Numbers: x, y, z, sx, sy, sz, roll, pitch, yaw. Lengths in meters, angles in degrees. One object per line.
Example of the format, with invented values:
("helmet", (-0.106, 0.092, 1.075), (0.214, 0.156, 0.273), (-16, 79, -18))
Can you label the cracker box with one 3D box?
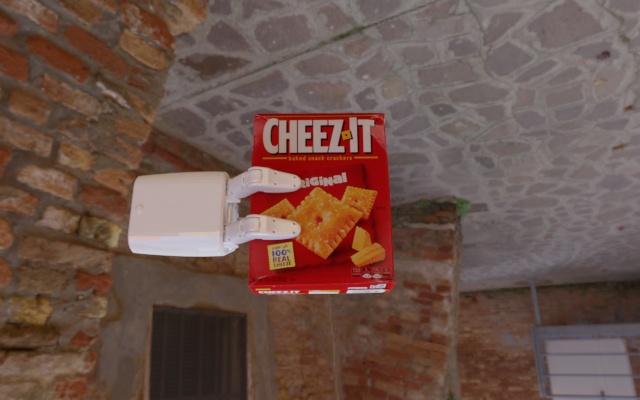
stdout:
("cracker box", (0.000, 0.002, 0.575), (0.164, 0.213, 0.072), (0, -18, -1))
